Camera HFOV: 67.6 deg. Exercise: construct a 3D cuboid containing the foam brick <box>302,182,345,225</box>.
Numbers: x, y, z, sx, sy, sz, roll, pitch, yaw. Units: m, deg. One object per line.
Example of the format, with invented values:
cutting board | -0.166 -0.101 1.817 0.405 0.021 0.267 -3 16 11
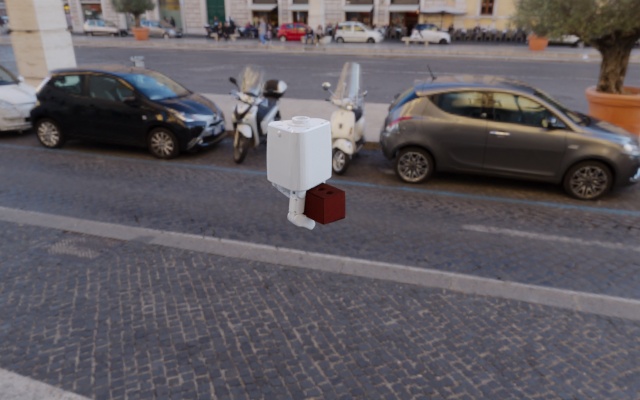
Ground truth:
foam brick | 0.000 0.003 0.853 0.053 0.051 0.078 -17 28 -39
